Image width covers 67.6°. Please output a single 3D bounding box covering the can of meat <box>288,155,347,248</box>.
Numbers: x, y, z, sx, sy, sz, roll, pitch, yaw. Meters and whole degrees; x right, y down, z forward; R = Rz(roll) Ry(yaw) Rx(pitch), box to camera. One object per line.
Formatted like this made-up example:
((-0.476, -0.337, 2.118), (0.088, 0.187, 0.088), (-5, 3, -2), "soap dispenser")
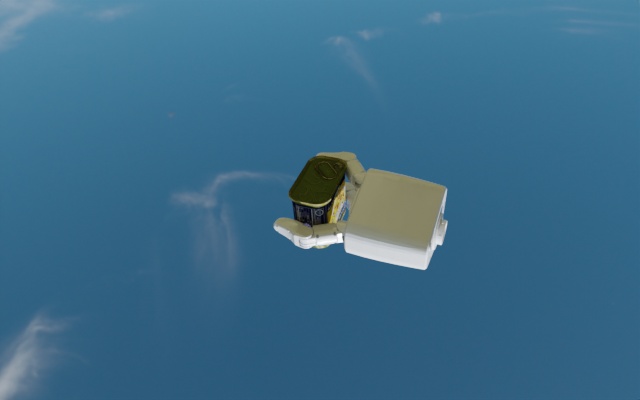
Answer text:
((0.000, 0.002, 0.656), (0.057, 0.084, 0.102), (11, 43, 17), "can of meat")
